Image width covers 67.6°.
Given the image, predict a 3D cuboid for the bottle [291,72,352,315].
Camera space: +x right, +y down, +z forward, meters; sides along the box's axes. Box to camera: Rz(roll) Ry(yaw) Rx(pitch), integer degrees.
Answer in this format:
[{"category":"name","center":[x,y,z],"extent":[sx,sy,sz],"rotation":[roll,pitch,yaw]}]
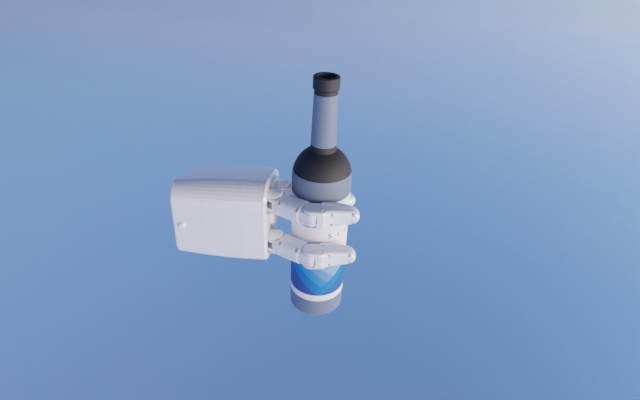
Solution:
[{"category":"bottle","center":[0.000,0.002,0.548],"extent":[0.069,0.296,0.069],"rotation":[2,32,-1]}]
